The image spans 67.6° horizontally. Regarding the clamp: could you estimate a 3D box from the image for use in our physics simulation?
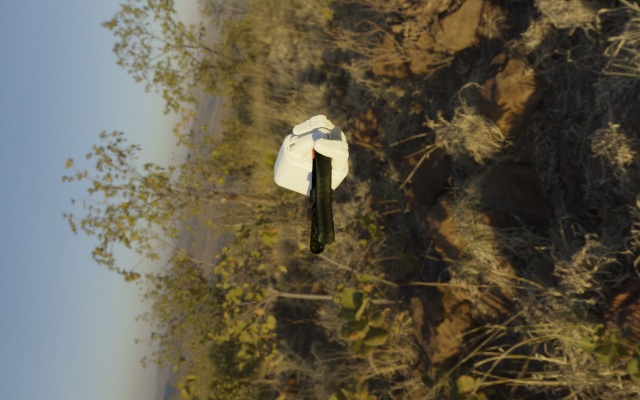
[{"bbox_3d":[0.000,0.002,0.751,0.039,0.171,0.120,6,-24,-12],"label":"clamp"}]
